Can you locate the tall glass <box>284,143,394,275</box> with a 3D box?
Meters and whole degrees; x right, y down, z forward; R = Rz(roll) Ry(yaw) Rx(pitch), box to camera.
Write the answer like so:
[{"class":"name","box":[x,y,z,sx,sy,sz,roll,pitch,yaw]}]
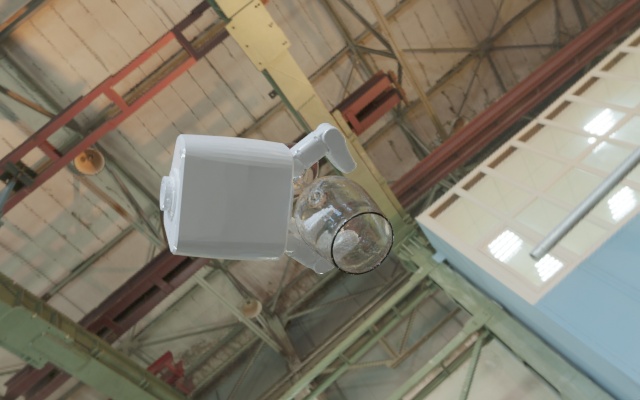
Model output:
[{"class":"tall glass","box":[0.000,0.001,0.499,0.079,0.079,0.201,0,22,-24]}]
